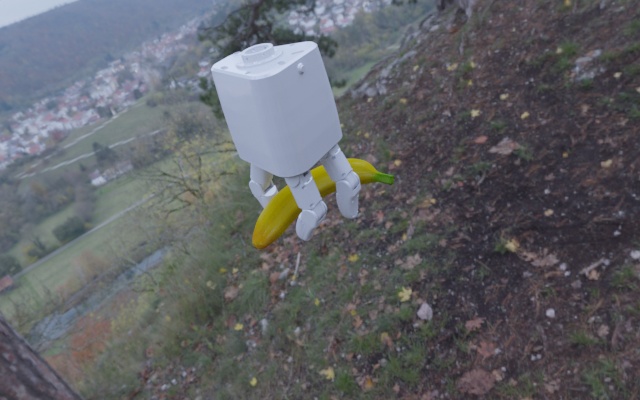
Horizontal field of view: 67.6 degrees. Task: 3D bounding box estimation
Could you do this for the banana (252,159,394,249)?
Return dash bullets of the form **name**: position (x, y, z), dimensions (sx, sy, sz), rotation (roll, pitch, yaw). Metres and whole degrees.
- **banana**: position (-0.007, -0.008, 0.583), dimensions (0.198, 0.037, 0.069), rotation (-27, 38, -20)
